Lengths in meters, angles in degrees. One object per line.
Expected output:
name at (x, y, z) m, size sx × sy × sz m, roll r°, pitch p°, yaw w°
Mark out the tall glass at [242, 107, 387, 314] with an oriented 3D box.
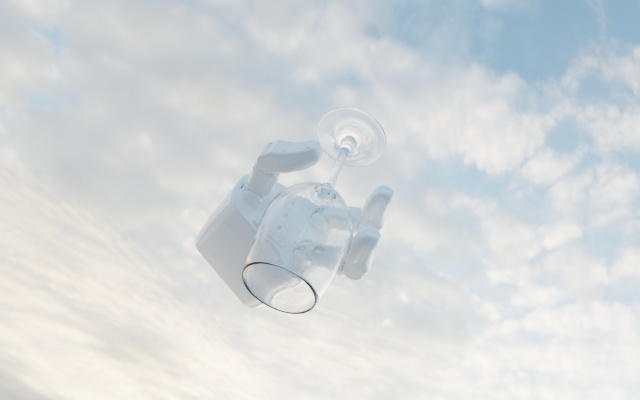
tall glass at (0.000, 0.001, 0.427) m, size 0.079 × 0.079 × 0.201 m, roll 0°, pitch 41°, yaw 25°
